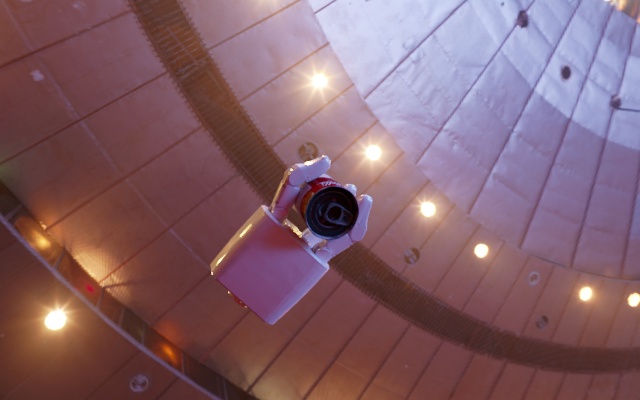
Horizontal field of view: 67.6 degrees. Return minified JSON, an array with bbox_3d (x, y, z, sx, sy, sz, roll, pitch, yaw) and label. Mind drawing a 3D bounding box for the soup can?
[{"bbox_3d":[0.000,0.001,0.616,0.068,0.068,0.102,0,16,-17],"label":"soup can"}]
